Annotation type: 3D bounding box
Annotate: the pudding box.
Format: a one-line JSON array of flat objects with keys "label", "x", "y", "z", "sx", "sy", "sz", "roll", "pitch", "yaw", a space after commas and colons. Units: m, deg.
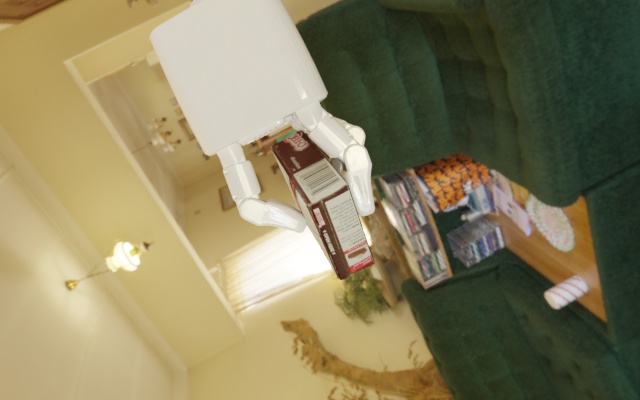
[{"label": "pudding box", "x": 0.000, "y": 0.001, "z": 0.422, "sx": 0.039, "sy": 0.090, "sz": 0.113, "roll": -26, "pitch": 36, "yaw": -5}]
